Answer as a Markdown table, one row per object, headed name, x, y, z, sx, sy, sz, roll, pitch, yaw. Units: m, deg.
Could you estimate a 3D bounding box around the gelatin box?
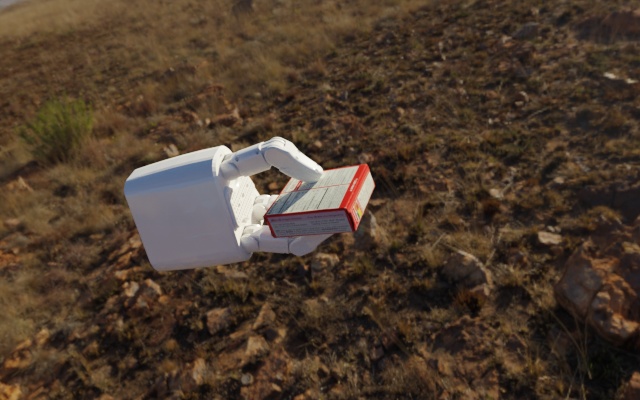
| name | x | y | z | sx | sy | sz | roll | pitch | yaw |
| --- | --- | --- | --- | --- | --- | --- | --- | --- | --- |
| gelatin box | 0.000 | 0.001 | 0.458 | 0.089 | 0.030 | 0.073 | -7 | 32 | 28 |
